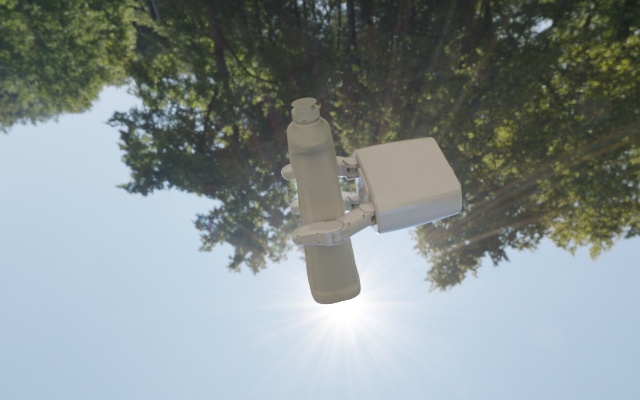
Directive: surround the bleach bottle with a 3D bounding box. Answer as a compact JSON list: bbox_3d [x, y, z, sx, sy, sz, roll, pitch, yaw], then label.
[{"bbox_3d":[0.000,0.002,0.582,0.068,0.251,0.102,-11,32,-3],"label":"bleach bottle"}]
